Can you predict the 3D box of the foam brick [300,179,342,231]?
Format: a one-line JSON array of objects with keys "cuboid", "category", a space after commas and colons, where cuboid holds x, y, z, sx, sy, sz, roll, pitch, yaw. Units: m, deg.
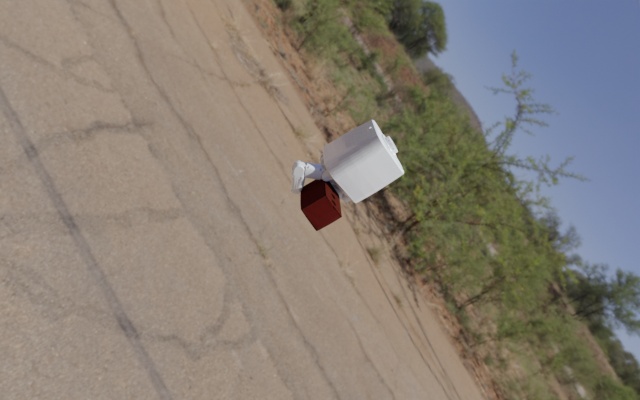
[{"cuboid": [0.000, 0.003, 0.823, 0.051, 0.053, 0.078, -28, 28, 14], "category": "foam brick"}]
